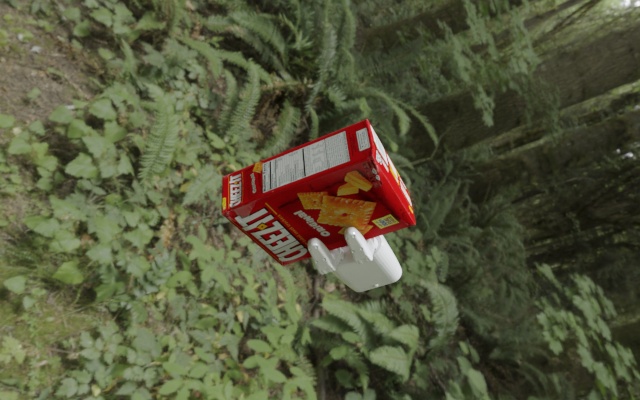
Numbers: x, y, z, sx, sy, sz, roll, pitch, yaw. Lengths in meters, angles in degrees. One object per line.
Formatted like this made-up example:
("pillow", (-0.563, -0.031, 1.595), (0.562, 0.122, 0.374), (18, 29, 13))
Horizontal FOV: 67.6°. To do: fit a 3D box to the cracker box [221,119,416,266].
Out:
("cracker box", (0.000, 0.002, 0.647), (0.214, 0.072, 0.164), (-20, -40, 17))
